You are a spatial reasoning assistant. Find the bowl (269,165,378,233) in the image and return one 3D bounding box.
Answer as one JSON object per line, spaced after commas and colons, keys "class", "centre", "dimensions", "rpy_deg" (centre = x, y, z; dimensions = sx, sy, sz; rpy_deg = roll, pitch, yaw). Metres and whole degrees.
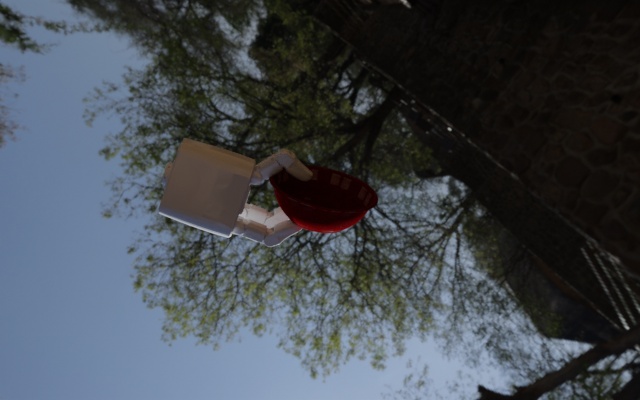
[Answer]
{"class": "bowl", "centre": [0.001, 0.003, 0.701], "dimensions": [0.162, 0.055, 0.162], "rpy_deg": [11, 23, -5]}
